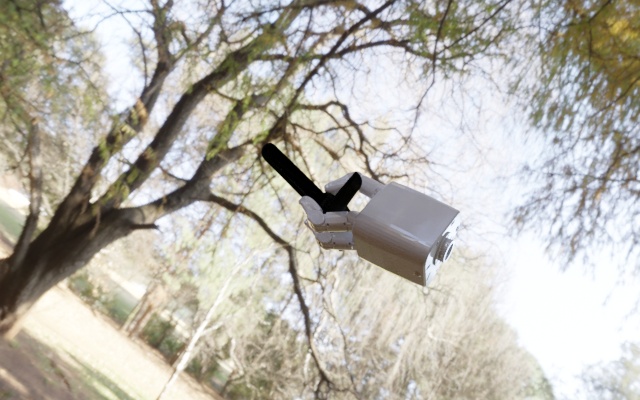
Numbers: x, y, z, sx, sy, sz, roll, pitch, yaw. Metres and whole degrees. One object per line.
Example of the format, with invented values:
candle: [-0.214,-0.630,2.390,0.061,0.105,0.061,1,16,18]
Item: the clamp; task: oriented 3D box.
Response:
clamp: [0.001,0.002,0.700,0.164,0.036,0.210,26,-26,28]
